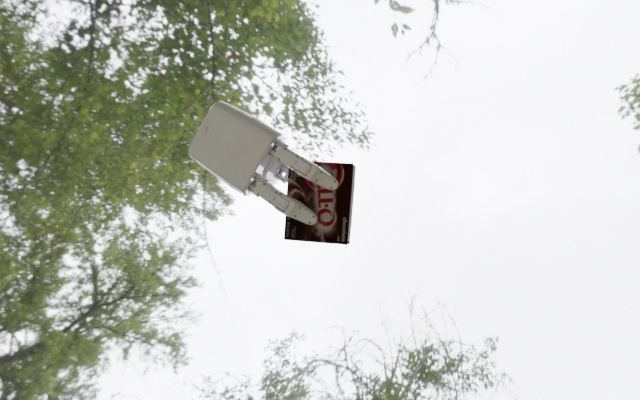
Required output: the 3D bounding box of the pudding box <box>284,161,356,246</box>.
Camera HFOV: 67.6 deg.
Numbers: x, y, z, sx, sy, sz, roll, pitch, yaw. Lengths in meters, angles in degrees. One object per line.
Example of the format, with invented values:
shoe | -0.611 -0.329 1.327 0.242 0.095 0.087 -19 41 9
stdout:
pudding box | 0.000 0.002 0.663 0.090 0.113 0.039 3 0 13
